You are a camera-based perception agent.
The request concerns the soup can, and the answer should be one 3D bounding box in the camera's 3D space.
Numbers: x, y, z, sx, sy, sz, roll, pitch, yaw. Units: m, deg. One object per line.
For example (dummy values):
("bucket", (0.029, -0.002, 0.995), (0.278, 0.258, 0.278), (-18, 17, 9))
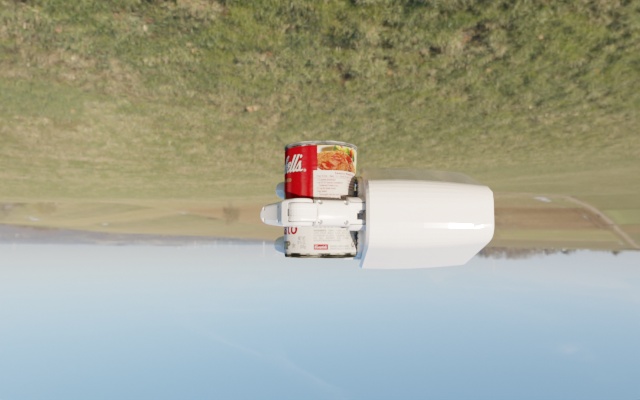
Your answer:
("soup can", (0.000, 0.002, 0.441), (0.068, 0.102, 0.068), (0, -5, 0))
